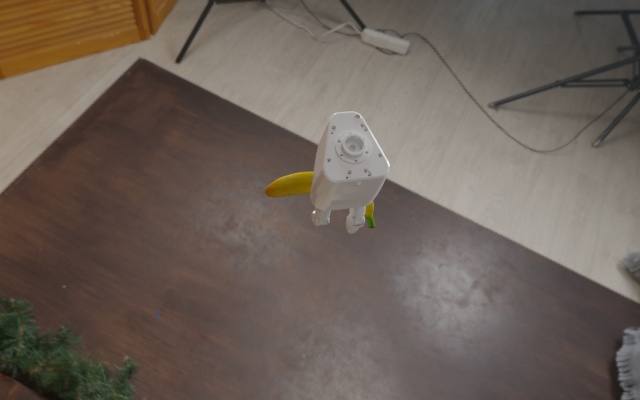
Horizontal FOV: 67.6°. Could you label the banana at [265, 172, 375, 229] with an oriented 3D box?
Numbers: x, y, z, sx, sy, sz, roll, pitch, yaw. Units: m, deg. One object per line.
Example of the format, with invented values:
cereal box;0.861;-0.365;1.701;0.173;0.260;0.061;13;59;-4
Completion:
banana;0.008;-0.014;0.803;0.198;0.069;0.037;17;-14;-4
